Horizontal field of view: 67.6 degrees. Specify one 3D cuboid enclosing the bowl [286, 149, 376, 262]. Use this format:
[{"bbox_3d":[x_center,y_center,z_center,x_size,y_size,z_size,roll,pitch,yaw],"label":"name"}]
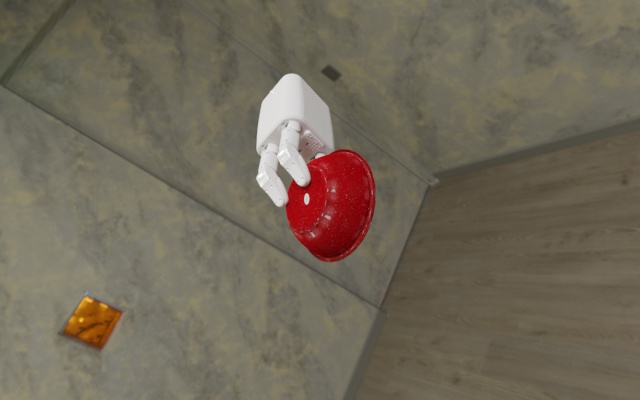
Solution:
[{"bbox_3d":[0.000,0.003,0.656,0.055,0.162,0.162,12,-8,-38],"label":"bowl"}]
